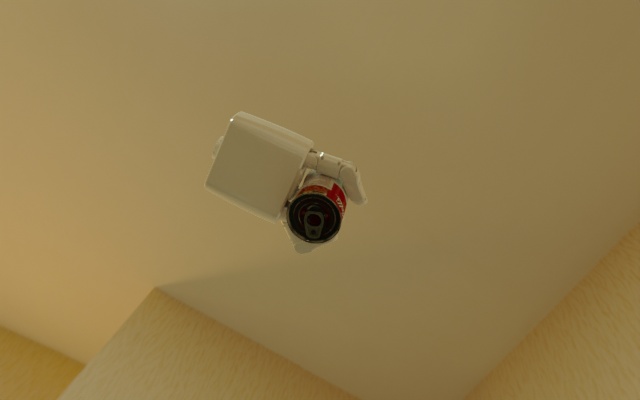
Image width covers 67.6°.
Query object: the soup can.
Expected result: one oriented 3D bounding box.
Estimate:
[{"bbox_3d":[0.001,0.002,0.617,0.068,0.068,0.102,0,24,11],"label":"soup can"}]
